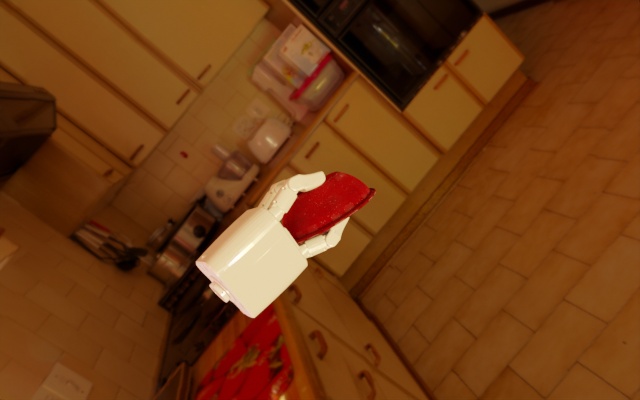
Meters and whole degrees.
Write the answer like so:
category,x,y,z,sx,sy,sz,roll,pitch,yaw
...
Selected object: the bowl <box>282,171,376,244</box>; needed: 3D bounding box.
category,x,y,z,sx,sy,sz,roll,pitch,yaw
bowl,0.001,0.001,0.718,0.162,0.055,0.162,-30,8,5
